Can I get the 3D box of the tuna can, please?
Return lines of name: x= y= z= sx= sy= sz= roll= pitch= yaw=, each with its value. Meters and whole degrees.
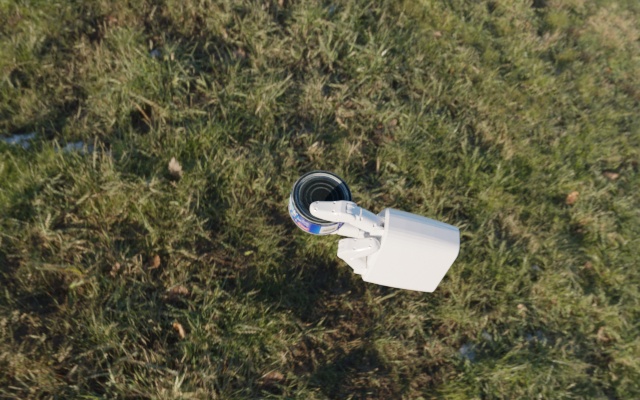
tuna can: x=0.000 y=0.002 z=0.656 sx=0.086 sy=0.086 sz=0.034 roll=0 pitch=-27 yaw=-10
